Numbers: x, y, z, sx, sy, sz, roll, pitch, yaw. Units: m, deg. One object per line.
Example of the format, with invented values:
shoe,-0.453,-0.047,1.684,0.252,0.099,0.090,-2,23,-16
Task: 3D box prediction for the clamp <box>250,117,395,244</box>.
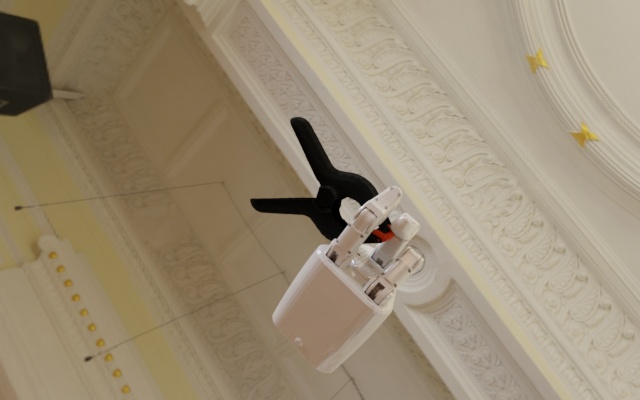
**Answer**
clamp,0.001,0.002,0.532,0.171,0.120,0.039,43,24,17
